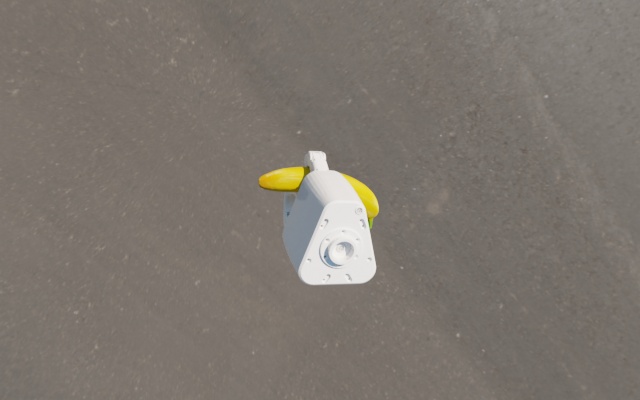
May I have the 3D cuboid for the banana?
[{"bbox_3d":[0.012,-0.011,0.678,0.198,0.070,0.037,23,24,-24],"label":"banana"}]
